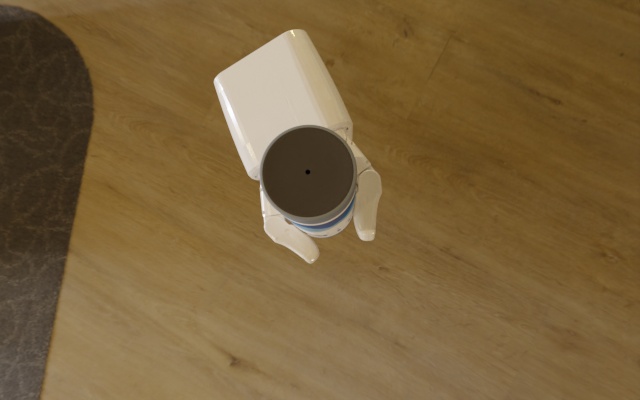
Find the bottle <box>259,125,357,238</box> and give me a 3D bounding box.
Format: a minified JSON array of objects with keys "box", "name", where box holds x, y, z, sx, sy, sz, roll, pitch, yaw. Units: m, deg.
[{"box":[0.000,0.002,0.466,0.069,0.069,0.296,0,-8,3],"name":"bottle"}]
